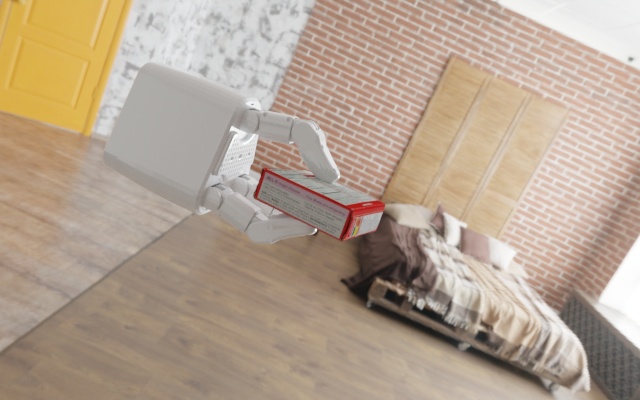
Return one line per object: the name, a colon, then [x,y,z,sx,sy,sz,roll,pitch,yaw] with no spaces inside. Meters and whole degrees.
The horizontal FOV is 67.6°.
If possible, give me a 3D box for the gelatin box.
gelatin box: [0.001,0.001,0.403,0.089,0.030,0.073,24,13,24]
